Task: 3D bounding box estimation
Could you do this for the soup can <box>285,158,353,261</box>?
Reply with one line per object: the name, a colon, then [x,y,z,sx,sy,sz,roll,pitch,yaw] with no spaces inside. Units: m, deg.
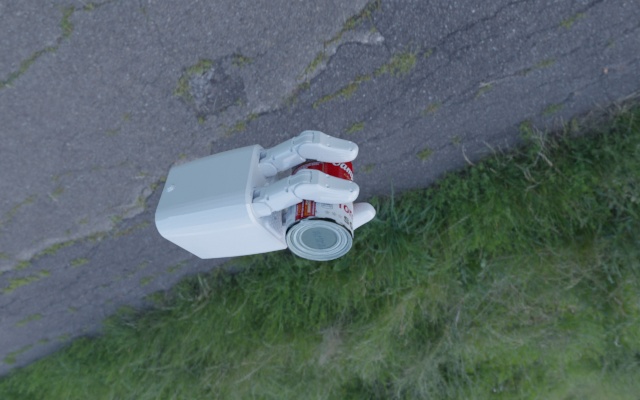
soup can: [0.001,0.002,0.491,0.068,0.102,0.069,2,-42,1]
